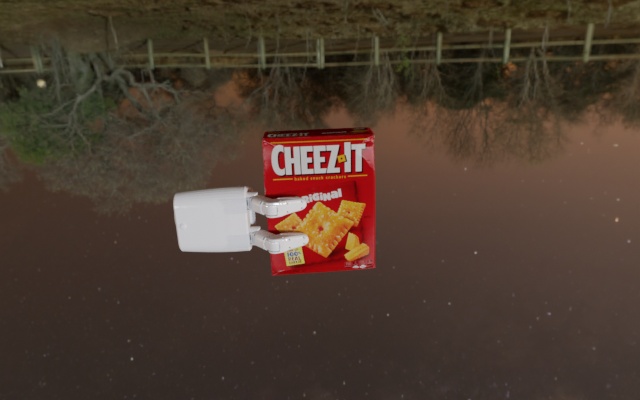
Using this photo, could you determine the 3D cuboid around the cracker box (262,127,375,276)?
[{"bbox_3d":[0.000,0.002,0.728,0.164,0.214,0.072,-3,18,-2],"label":"cracker box"}]
